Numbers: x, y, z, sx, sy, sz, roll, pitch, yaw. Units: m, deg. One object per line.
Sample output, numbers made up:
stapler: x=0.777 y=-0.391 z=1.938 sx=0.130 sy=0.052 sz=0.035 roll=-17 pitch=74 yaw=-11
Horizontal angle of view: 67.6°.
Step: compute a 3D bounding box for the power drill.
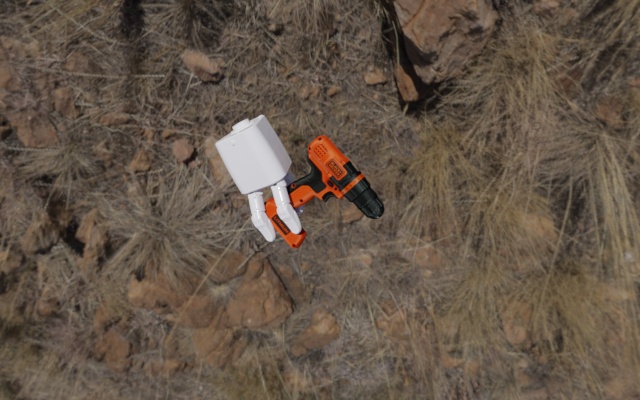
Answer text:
power drill: x=0.000 y=0.003 z=0.883 sx=0.188 sy=0.184 sz=0.057 roll=-41 pitch=-4 yaw=13
